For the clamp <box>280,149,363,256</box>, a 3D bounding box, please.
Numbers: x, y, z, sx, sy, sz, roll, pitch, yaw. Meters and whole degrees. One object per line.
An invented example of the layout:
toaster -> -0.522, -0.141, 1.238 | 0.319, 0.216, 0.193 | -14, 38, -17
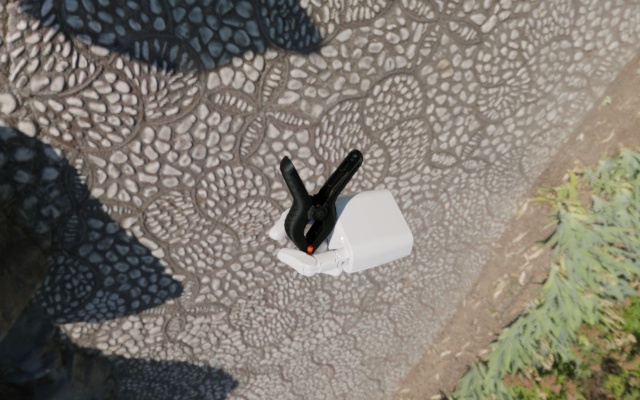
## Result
clamp -> 0.000, 0.003, 0.659 | 0.120, 0.172, 0.039 | -12, 42, -19
